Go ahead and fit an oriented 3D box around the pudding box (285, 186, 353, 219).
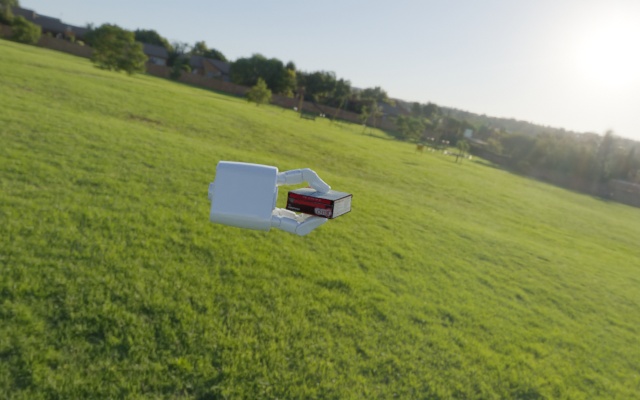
[{"bbox_3d":[0.000,0.003,0.872,0.090,0.039,0.113,12,12,19],"label":"pudding box"}]
